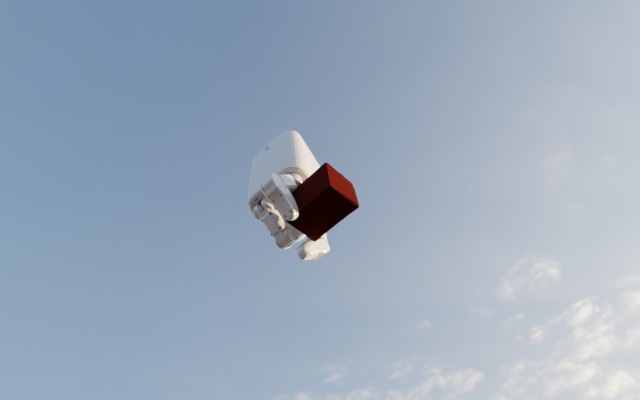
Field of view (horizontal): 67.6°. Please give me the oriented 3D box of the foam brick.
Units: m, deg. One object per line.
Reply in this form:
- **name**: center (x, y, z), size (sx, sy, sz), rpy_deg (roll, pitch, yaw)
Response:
- **foam brick**: center (0.000, 0.002, 0.596), size (0.078, 0.051, 0.053), rpy_deg (-39, -58, 23)
